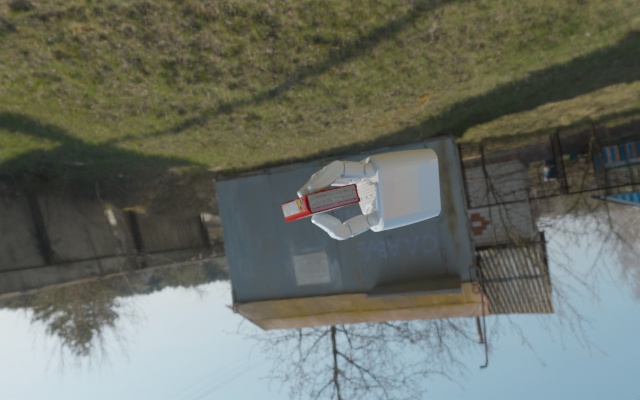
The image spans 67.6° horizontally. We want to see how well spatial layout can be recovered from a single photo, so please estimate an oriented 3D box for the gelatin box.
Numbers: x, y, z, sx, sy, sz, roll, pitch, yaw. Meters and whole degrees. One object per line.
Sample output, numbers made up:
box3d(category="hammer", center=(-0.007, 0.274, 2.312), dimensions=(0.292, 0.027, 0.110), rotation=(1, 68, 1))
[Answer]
box3d(category="gelatin box", center=(0.000, 0.003, 0.680), dimensions=(0.089, 0.030, 0.073), rotation=(-15, -2, -33))
